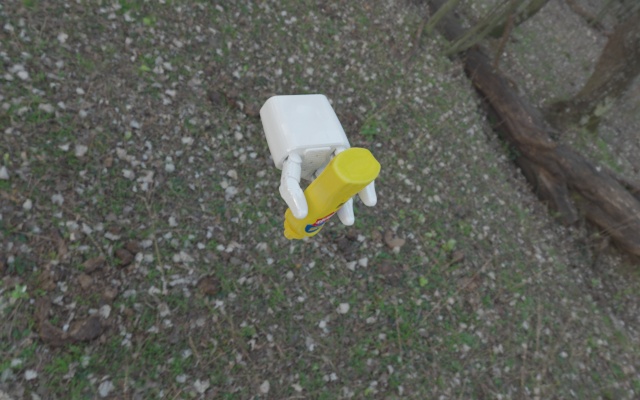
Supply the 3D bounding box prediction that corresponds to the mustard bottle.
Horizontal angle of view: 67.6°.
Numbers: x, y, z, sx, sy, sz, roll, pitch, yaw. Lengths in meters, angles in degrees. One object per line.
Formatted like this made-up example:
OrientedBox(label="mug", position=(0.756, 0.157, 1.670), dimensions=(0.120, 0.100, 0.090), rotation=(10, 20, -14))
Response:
OrientedBox(label="mustard bottle", position=(0.000, 0.002, 0.705), dimensions=(0.096, 0.058, 0.192), rotation=(-29, -12, -49))
